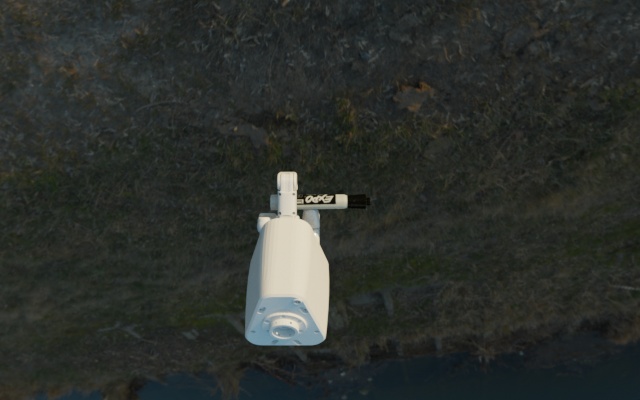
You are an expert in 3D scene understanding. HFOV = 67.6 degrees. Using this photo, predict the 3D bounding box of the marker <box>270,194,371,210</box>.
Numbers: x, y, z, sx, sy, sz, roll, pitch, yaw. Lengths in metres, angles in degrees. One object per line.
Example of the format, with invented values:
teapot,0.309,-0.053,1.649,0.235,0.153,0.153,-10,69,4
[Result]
marker,0.000,0.002,0.580,0.121,0.020,0.020,-1,0,1
